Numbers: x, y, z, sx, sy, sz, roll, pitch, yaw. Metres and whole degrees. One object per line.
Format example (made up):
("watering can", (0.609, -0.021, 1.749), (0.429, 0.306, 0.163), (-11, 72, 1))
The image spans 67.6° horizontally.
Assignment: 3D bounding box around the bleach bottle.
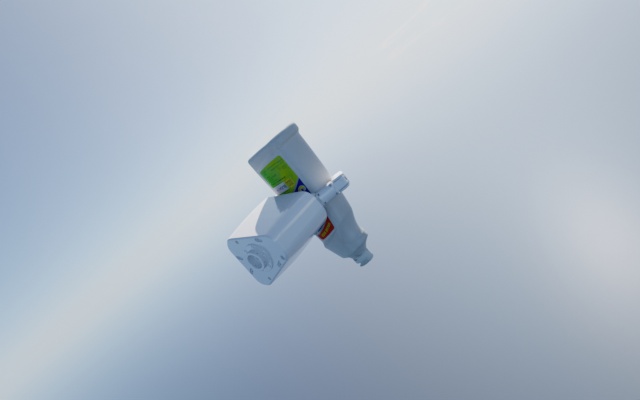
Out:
("bleach bottle", (0.000, 0.002, 0.762), (0.102, 0.251, 0.068), (-32, 13, 47))
